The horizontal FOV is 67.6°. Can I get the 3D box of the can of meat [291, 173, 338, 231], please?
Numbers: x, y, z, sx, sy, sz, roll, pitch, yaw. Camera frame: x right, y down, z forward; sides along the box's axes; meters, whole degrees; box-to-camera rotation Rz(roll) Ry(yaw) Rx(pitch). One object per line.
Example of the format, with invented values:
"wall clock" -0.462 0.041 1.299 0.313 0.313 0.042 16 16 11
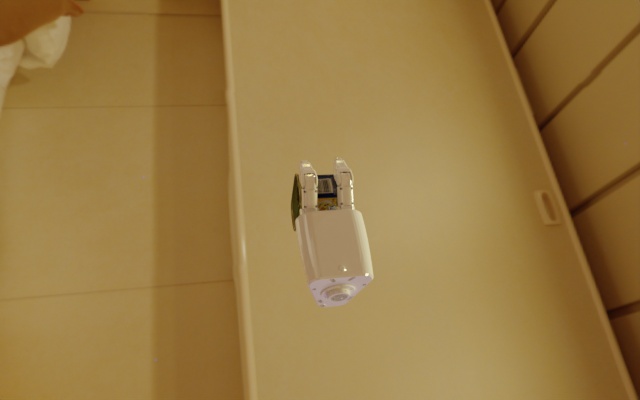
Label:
"can of meat" 0.000 0.002 0.759 0.084 0.057 0.102 -3 -37 -11
